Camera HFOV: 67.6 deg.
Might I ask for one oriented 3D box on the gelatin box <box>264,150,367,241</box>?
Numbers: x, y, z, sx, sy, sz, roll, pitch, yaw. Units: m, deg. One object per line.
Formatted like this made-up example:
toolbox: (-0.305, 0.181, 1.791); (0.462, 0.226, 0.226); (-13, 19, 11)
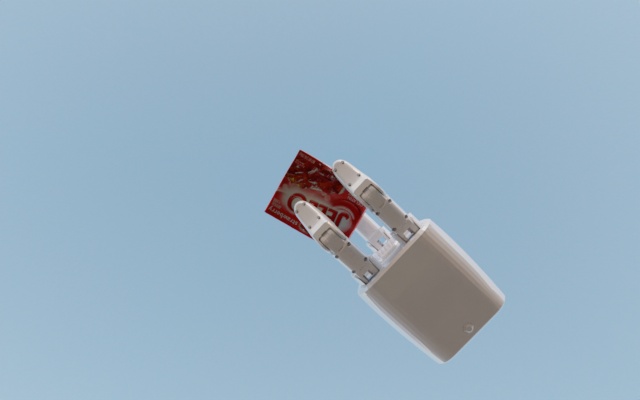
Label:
gelatin box: (0.000, 0.001, 0.484); (0.089, 0.073, 0.030); (30, 4, 5)
